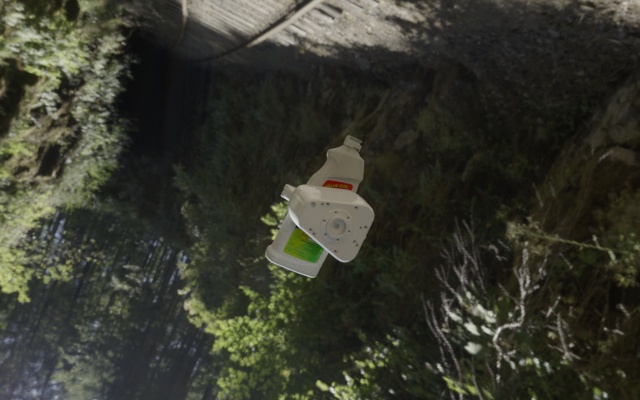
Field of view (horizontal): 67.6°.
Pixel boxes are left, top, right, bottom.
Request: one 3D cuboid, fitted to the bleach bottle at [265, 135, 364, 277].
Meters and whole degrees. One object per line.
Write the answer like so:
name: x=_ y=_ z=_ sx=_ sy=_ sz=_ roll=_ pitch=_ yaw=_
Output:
bleach bottle: x=0.000 y=0.003 z=0.835 sx=0.102 sy=0.251 sz=0.068 roll=23 pitch=6 yaw=-15
